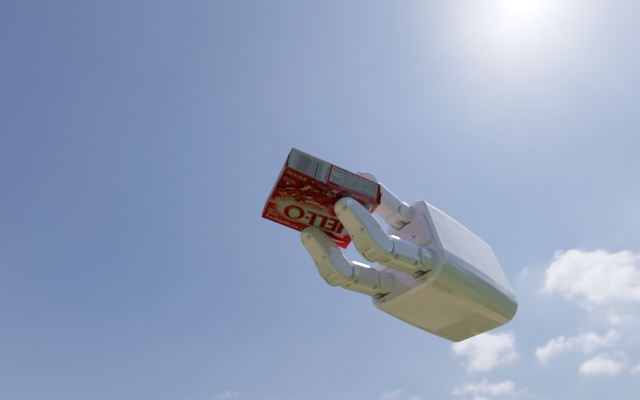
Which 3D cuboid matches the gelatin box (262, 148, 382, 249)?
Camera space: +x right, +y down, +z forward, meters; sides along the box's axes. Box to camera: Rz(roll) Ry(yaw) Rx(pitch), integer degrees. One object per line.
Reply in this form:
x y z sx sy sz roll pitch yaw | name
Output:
0.000 0.001 0.434 0.089 0.030 0.073 22 -44 -9 | gelatin box
